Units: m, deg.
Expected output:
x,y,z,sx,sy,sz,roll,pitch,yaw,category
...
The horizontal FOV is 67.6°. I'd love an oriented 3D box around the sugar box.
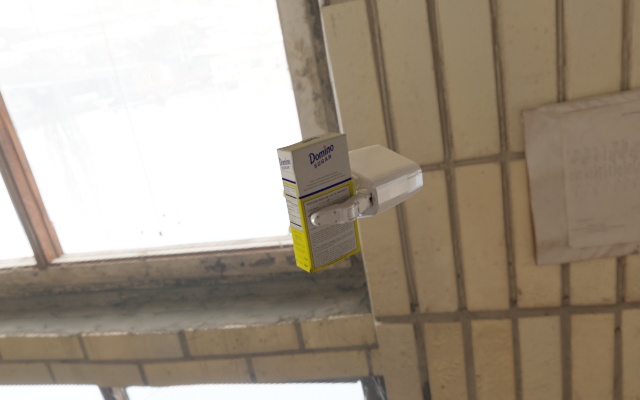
x,y,z,sx,sy,sz,roll,pitch,yaw,category
0.000,0.002,0.659,0.093,0.176,0.048,-21,22,-32,sugar box
